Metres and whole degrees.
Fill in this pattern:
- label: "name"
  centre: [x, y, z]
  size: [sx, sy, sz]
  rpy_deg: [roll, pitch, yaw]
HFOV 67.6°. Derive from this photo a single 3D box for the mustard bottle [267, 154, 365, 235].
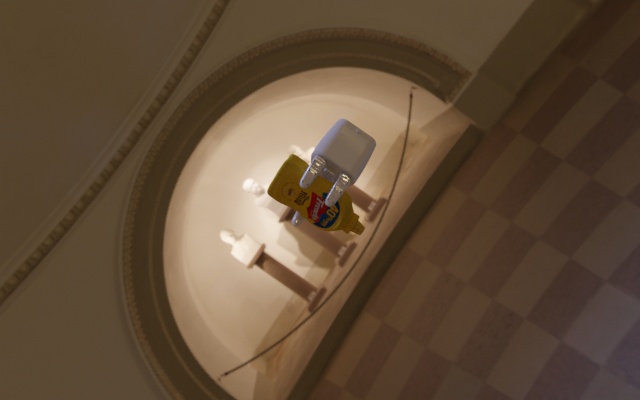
- label: "mustard bottle"
  centre: [0.000, 0.003, 0.887]
  size: [0.191, 0.096, 0.058]
  rpy_deg: [34, 36, -2]
